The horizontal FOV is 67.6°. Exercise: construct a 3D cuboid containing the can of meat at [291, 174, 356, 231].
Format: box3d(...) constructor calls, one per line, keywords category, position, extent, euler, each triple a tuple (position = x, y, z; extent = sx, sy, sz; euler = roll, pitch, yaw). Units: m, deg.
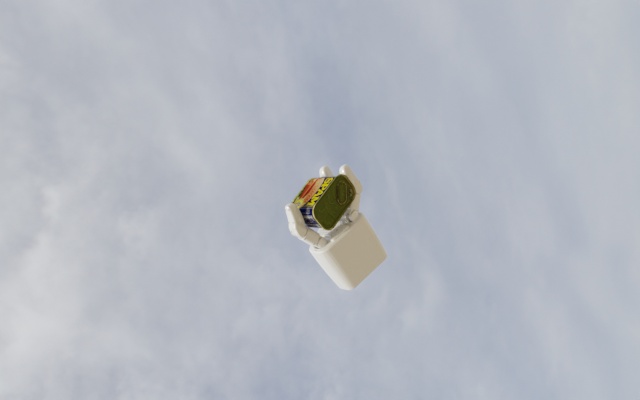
box3d(category="can of meat", position=(0.000, 0.003, 0.849), extent=(0.084, 0.102, 0.057), euler=(-1, -44, 52))
